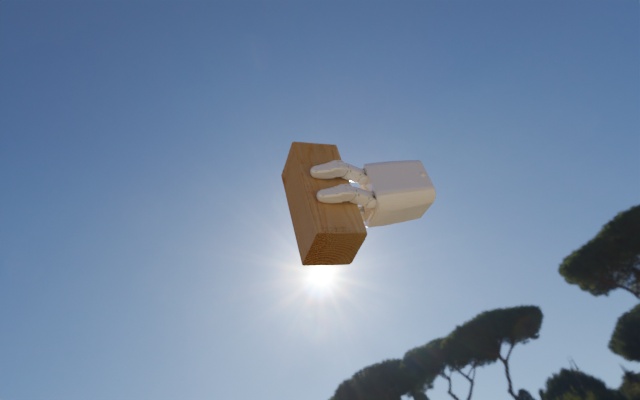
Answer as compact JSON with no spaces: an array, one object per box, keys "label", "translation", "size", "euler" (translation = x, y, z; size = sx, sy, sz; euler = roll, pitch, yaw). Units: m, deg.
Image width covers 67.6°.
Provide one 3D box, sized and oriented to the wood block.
[{"label":"wood block","translation":[0.000,0.003,0.828],"size":[0.090,0.206,0.091],"euler":[1,-42,-20]}]
